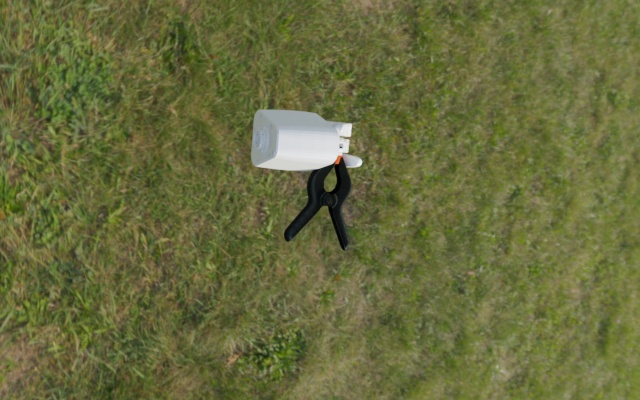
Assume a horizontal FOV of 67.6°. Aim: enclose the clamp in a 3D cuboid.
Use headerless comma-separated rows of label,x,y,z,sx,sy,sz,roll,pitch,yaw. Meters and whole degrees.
clamp,0.000,0.003,0.817,0.120,0.171,0.039,1,6,-25
